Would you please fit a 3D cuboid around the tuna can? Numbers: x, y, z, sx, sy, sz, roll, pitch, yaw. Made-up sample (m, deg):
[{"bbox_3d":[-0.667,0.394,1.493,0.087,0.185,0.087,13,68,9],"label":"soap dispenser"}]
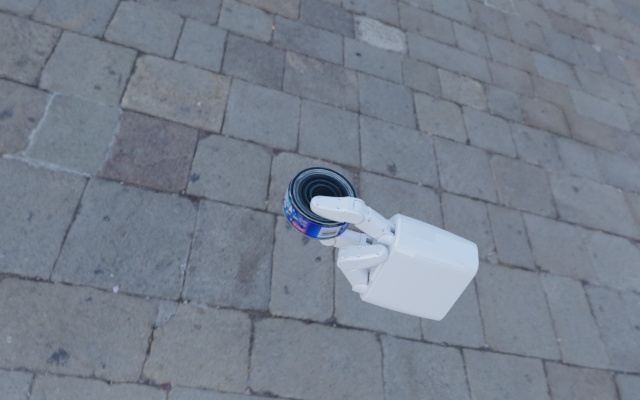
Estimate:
[{"bbox_3d":[0.000,0.002,0.565,0.086,0.086,0.034,0,-34,-18],"label":"tuna can"}]
